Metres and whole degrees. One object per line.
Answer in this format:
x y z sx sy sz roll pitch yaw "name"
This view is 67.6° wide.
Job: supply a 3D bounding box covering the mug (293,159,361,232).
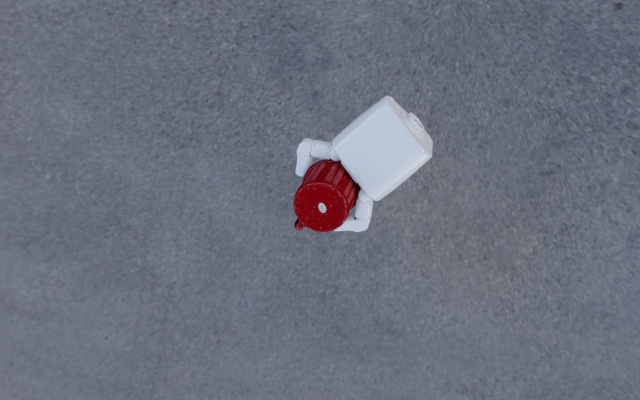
-0.001 0.003 0.712 0.117 0.093 0.081 -42 8 26 "mug"
